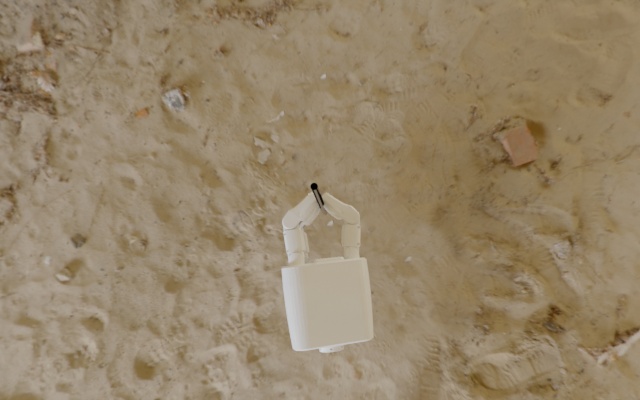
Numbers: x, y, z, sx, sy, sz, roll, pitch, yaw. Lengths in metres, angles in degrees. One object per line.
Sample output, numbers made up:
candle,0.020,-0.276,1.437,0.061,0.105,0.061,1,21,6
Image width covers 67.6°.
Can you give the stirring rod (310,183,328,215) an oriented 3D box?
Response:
stirring rod,0.000,0.002,0.626,0.011,0.011,0.239,0,-8,3
